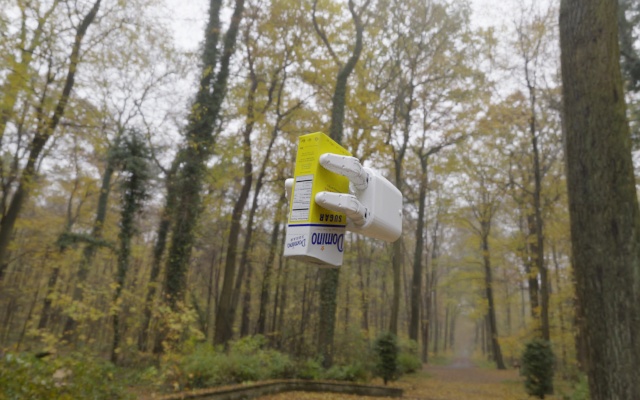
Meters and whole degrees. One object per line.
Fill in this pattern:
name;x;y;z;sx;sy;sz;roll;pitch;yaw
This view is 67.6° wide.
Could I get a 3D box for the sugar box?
sugar box;0.001;0.002;0.679;0.048;0.176;0.093;-8;-20;33
